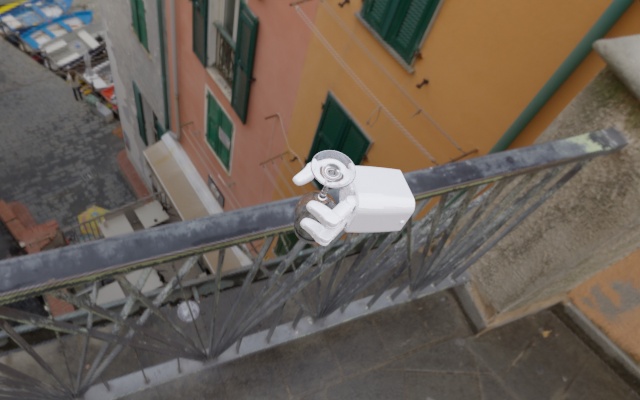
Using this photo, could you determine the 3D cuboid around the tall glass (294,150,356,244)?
[{"bbox_3d":[0.000,0.002,0.839,0.079,0.079,0.201,0,-33,-15],"label":"tall glass"}]
